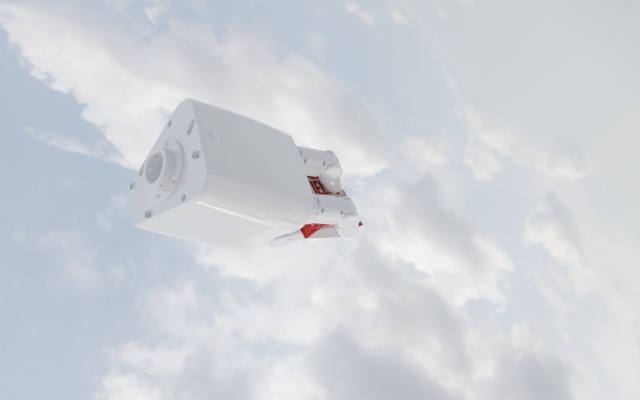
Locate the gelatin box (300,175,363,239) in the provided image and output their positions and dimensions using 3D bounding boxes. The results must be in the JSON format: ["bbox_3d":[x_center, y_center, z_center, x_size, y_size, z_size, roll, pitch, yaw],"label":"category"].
[{"bbox_3d":[0.000,0.002,0.506,0.030,0.073,0.089,-36,-20,25],"label":"gelatin box"}]
